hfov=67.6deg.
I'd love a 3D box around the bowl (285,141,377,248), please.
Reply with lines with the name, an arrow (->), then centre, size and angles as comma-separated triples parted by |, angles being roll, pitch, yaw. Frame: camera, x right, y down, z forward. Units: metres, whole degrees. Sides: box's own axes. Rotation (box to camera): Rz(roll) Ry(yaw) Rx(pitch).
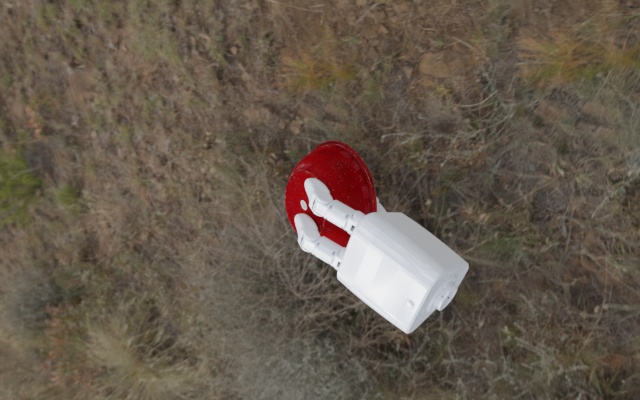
bowl -> -0.001, 0.002, 0.640 | 0.055, 0.162, 0.162 | -9, 5, -37
